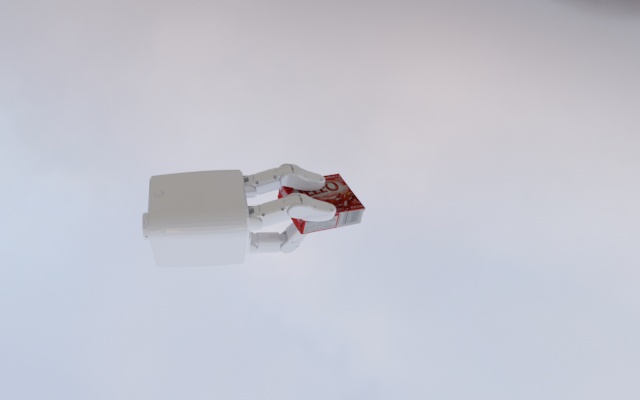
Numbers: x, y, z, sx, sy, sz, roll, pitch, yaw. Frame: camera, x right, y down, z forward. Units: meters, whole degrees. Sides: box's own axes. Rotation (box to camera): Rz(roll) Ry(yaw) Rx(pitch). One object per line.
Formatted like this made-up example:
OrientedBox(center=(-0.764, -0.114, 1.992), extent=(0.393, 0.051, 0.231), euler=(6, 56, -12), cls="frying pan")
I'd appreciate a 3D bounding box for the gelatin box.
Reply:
OrientedBox(center=(0.000, 0.002, 0.602), extent=(0.089, 0.030, 0.073), euler=(-9, 44, -27), cls="gelatin box")
